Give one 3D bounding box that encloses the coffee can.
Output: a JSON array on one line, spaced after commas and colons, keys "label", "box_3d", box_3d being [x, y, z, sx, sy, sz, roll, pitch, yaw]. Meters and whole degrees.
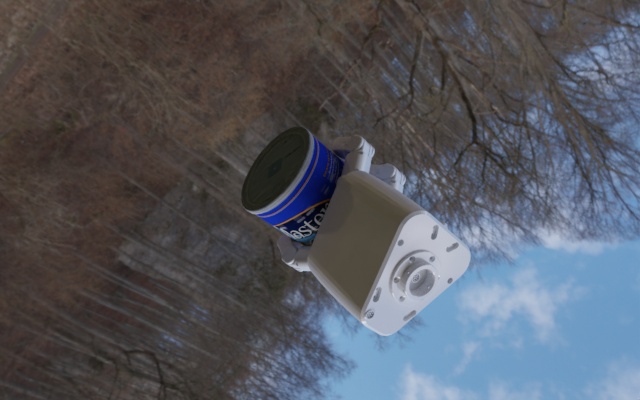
[{"label": "coffee can", "box_3d": [0.000, 0.002, 0.521, 0.140, 0.102, 0.103, 36, -21, -32]}]
